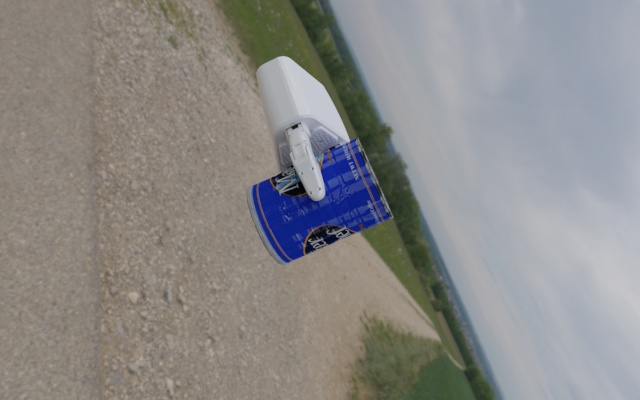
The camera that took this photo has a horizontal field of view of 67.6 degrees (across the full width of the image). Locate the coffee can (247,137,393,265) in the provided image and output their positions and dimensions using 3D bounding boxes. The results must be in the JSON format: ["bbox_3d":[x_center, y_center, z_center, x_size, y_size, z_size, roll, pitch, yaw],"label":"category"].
[{"bbox_3d":[0.000,0.002,0.558,0.140,0.103,0.103,-24,-4,8],"label":"coffee can"}]
